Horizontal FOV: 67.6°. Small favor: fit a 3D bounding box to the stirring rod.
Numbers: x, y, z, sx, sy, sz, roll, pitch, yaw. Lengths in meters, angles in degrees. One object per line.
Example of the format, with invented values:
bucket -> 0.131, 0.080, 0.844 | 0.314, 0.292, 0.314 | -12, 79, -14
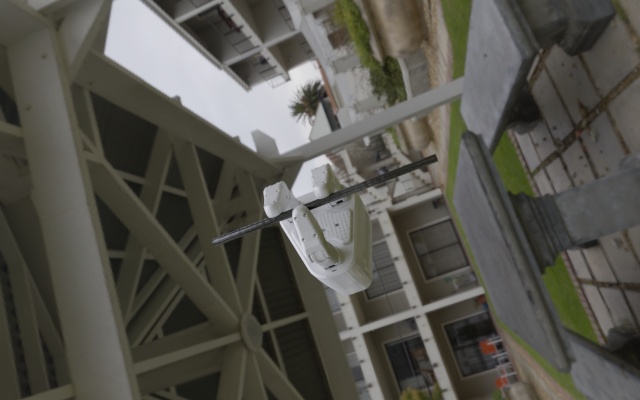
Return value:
stirring rod -> 0.000, 0.002, 0.475 | 0.239, 0.011, 0.011 | -21, -4, 10
